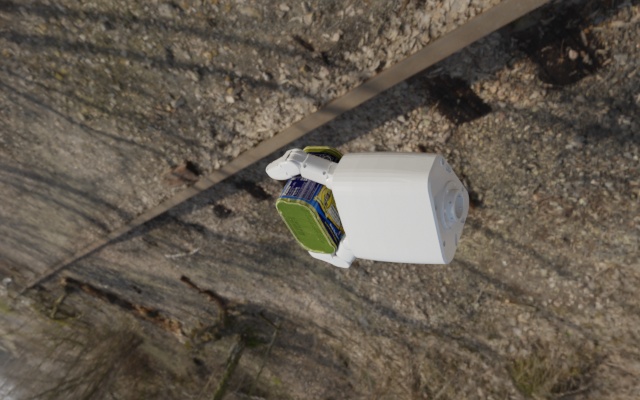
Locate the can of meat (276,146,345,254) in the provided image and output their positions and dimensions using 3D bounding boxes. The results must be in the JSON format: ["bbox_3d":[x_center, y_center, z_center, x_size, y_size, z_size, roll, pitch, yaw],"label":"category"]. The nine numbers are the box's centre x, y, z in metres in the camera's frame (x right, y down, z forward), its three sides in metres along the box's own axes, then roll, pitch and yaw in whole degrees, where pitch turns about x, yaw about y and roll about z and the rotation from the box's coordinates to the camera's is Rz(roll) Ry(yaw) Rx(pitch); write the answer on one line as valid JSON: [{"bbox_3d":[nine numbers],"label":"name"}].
[{"bbox_3d":[0.000,0.002,0.558,0.057,0.084,0.102,5,-38,33],"label":"can of meat"}]
